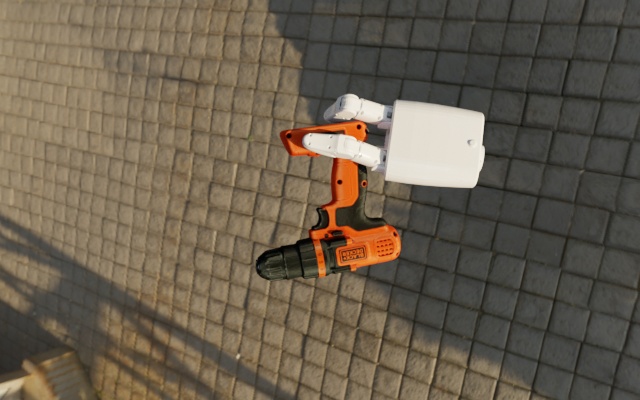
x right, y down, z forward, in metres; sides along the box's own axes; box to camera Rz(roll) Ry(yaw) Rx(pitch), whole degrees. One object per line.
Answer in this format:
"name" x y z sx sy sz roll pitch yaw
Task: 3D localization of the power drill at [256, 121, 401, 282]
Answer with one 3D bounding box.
"power drill" 0.000 0.001 0.592 0.184 0.188 0.057 -10 10 -10
